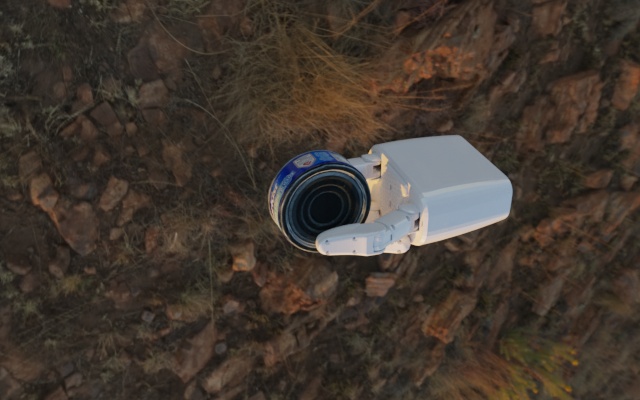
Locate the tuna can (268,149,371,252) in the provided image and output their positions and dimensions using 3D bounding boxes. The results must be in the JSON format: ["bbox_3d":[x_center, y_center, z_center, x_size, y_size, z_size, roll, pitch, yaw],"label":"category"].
[{"bbox_3d":[0.000,0.002,0.413,0.086,0.086,0.033,0,25,-23],"label":"tuna can"}]
